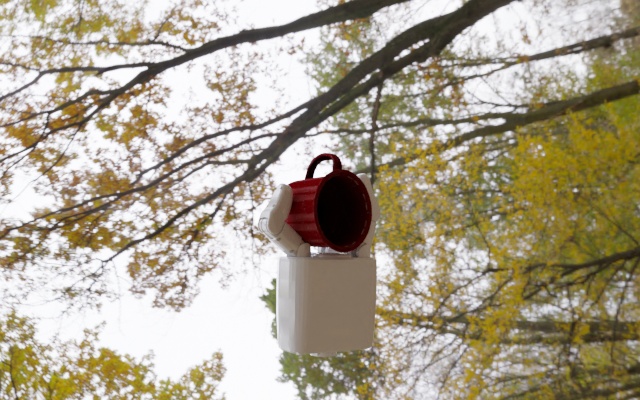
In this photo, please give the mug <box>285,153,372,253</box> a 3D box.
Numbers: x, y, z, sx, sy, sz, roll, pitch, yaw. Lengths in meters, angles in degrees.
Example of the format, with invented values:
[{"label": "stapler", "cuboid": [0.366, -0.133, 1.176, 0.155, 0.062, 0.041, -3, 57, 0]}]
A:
[{"label": "mug", "cuboid": [0.000, 0.000, 0.561, 0.093, 0.117, 0.081, 8, -9, -42]}]
